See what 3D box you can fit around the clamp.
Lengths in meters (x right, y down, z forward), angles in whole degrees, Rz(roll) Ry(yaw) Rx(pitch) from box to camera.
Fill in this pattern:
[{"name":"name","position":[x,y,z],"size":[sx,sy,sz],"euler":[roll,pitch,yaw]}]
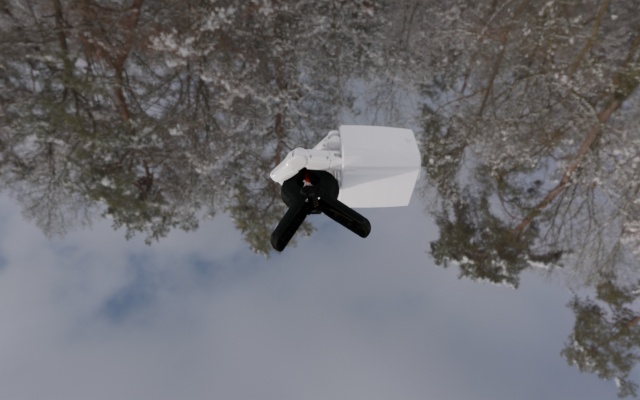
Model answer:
[{"name":"clamp","position":[0.000,0.002,0.623],"size":[0.120,0.039,0.171],"euler":[1,38,-2]}]
